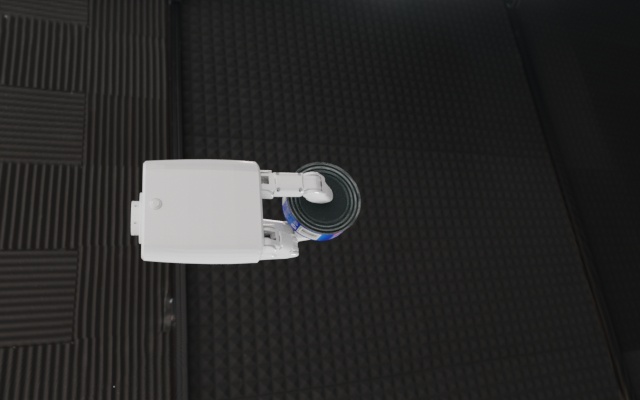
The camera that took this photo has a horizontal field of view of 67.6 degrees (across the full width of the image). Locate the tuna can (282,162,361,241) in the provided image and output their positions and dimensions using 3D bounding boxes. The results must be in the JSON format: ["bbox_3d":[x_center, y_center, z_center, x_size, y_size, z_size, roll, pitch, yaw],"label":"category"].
[{"bbox_3d":[0.000,0.002,0.544,0.086,0.086,0.034,0,-20,-17],"label":"tuna can"}]
